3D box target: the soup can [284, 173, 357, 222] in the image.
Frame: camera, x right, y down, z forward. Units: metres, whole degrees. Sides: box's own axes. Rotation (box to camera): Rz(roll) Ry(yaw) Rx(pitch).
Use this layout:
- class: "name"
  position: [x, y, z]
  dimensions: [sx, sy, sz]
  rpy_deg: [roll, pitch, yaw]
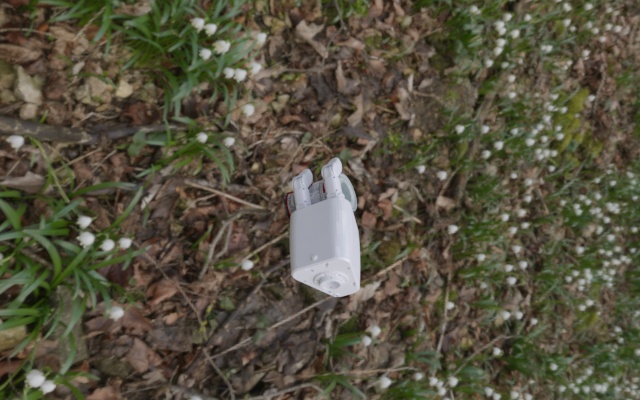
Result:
- class: "soup can"
  position: [0.000, 0.002, 0.785]
  dimensions: [0.102, 0.068, 0.068]
  rpy_deg: [-20, -8, 22]
